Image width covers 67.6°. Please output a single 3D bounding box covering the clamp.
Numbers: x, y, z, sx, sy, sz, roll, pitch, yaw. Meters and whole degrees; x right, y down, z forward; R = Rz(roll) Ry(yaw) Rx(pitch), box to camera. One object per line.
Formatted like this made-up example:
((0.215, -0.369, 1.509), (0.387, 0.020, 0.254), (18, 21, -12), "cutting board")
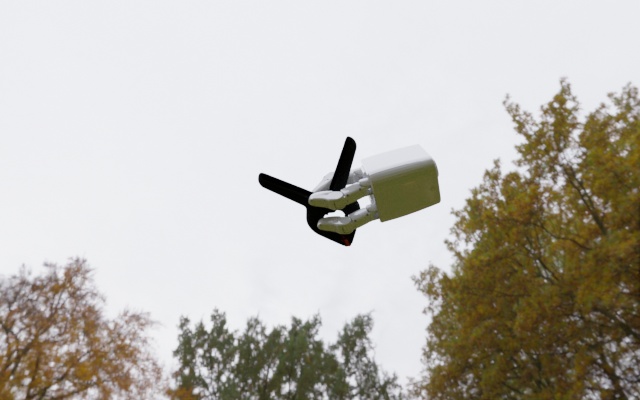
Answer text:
((0.000, 0.002, 0.798), (0.164, 0.210, 0.036), (-16, 38, 4), "clamp")
